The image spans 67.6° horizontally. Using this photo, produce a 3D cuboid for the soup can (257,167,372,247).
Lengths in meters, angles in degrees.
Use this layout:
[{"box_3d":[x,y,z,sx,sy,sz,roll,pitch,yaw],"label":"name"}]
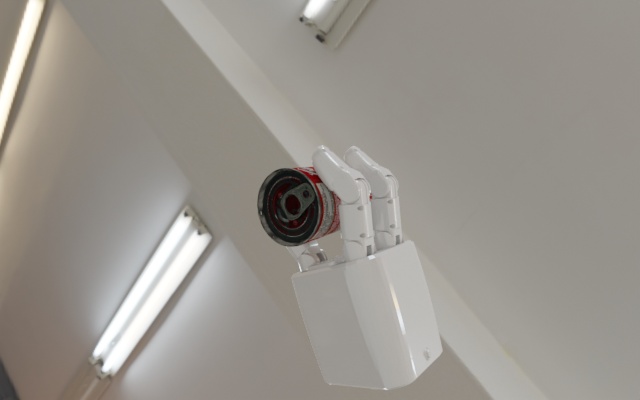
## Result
[{"box_3d":[0.000,0.001,0.448,0.068,0.068,0.102,0,5,35],"label":"soup can"}]
